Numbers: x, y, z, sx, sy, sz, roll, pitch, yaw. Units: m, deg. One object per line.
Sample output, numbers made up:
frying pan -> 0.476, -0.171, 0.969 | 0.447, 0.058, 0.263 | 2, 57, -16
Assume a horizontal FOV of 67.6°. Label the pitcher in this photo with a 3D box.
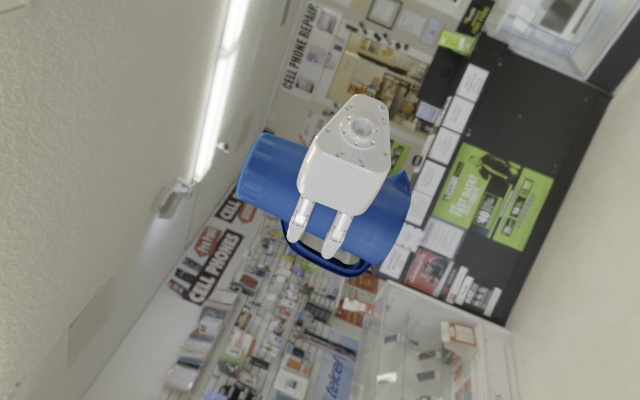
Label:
pitcher -> 0.000, 0.002, 0.715 | 0.243, 0.149, 0.145 | 23, -28, -2
